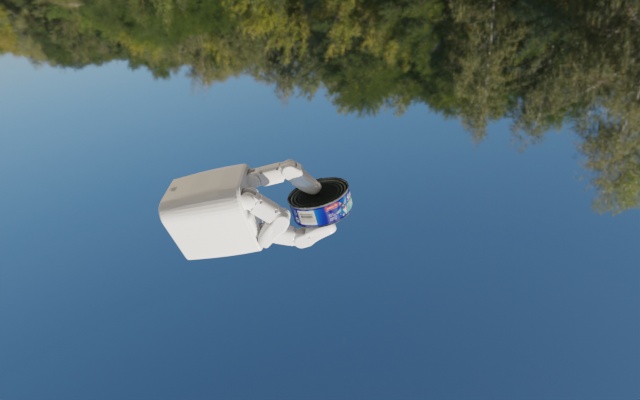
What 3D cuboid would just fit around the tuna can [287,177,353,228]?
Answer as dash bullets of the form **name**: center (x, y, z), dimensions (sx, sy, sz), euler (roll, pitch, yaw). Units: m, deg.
- **tuna can**: center (0.000, 0.003, 0.653), dimensions (0.086, 0.034, 0.086), euler (-13, 26, 6)
